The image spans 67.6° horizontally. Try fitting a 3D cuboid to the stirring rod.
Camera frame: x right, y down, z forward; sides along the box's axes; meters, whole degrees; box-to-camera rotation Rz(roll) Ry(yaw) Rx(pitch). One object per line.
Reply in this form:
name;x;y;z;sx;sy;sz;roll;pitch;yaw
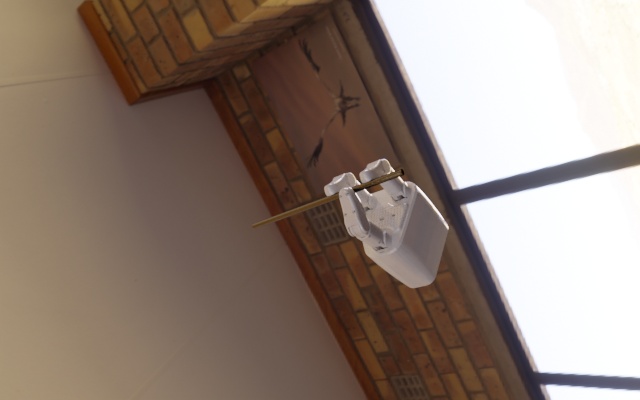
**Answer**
stirring rod;0.000;0.002;0.615;0.239;0.011;0.011;-20;-11;33
